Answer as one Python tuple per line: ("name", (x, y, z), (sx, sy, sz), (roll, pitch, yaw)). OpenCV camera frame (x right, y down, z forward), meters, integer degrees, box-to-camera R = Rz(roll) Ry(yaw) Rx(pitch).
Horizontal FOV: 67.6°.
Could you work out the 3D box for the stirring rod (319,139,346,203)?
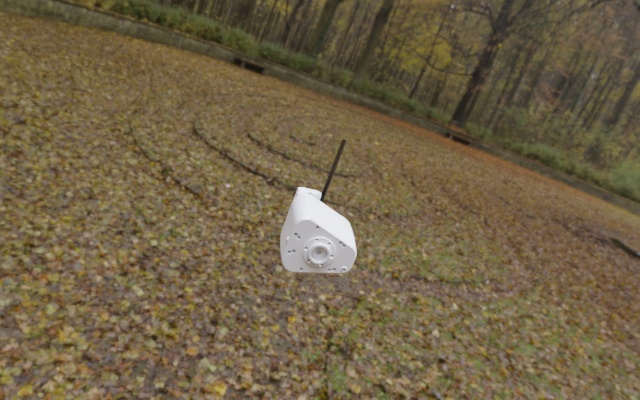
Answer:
("stirring rod", (0.000, 0.003, 0.867), (0.011, 0.239, 0.011), (19, 16, -6))
